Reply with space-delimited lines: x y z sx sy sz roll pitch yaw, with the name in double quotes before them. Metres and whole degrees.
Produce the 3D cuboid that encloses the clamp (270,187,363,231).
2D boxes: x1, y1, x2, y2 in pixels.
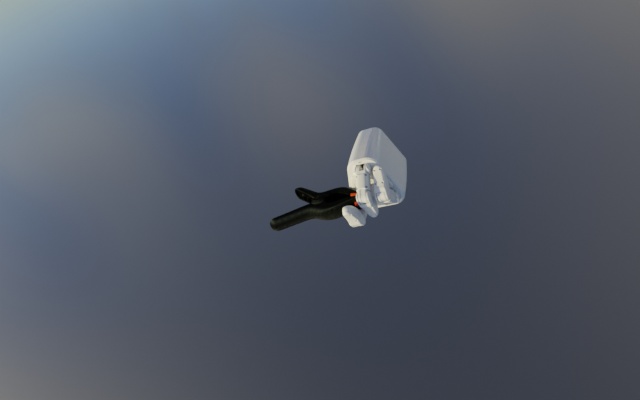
"clamp" 0.000 0.002 0.862 0.171 0.039 0.120 -9 36 23
